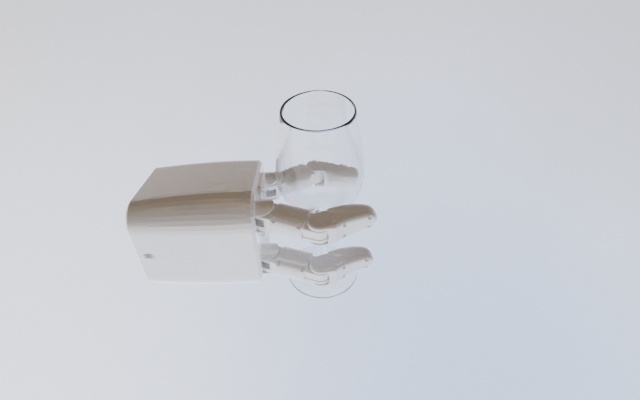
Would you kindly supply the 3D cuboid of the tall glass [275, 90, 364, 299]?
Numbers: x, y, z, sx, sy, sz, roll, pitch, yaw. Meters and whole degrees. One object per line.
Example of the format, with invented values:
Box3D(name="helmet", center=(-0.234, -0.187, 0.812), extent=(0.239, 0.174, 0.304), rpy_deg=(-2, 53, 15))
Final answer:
Box3D(name="tall glass", center=(0.000, 0.002, 0.445), extent=(0.079, 0.201, 0.079), rpy_deg=(-1, 42, 1))
